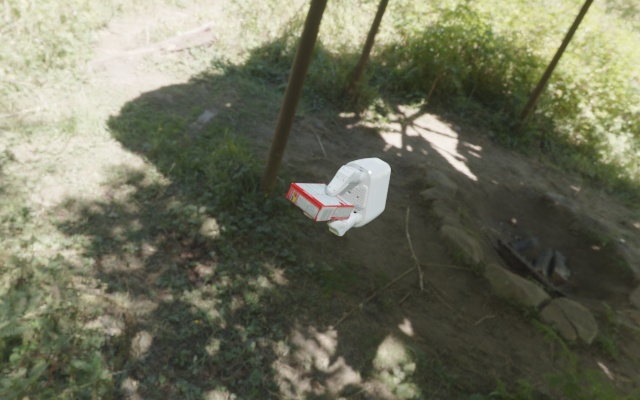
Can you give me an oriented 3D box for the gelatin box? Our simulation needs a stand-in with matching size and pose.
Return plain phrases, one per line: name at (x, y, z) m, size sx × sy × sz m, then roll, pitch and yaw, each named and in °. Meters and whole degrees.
gelatin box at (0.000, 0.002, 0.766) m, size 0.073 × 0.030 × 0.089 m, roll 37°, pitch 22°, yaw 32°
